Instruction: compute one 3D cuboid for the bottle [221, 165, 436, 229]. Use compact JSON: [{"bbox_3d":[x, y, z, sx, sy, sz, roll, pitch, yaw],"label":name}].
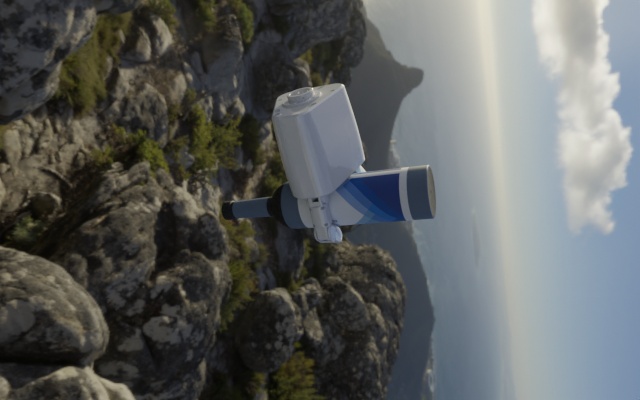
[{"bbox_3d":[0.000,0.002,0.639,0.296,0.069,0.069,-5,-2,21],"label":"bottle"}]
